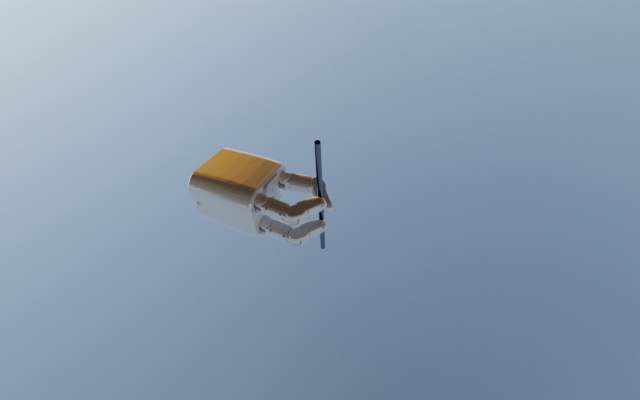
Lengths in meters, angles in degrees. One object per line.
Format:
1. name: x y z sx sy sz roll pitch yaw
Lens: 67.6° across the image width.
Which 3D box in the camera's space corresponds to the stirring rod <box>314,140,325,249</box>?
1. stirring rod: 0.000 0.002 0.675 0.011 0.011 0.240 0 -37 2
